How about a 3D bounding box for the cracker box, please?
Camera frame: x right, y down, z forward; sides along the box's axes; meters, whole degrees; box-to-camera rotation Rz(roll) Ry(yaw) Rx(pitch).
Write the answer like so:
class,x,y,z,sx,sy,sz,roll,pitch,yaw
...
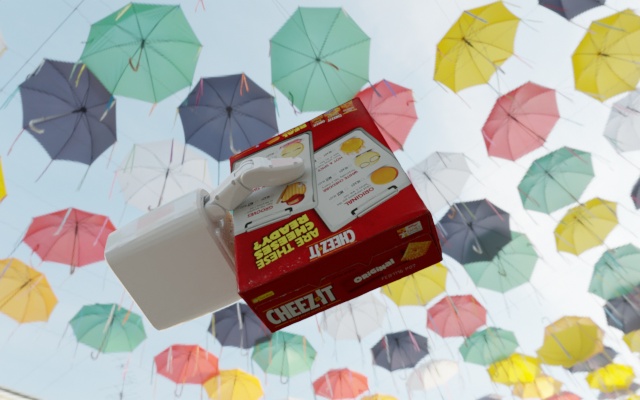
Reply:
class,x,y,z,sx,sy,sz,roll,pitch,yaw
cracker box,0.000,0.001,0.467,0.164,0.072,0.213,-24,38,5
